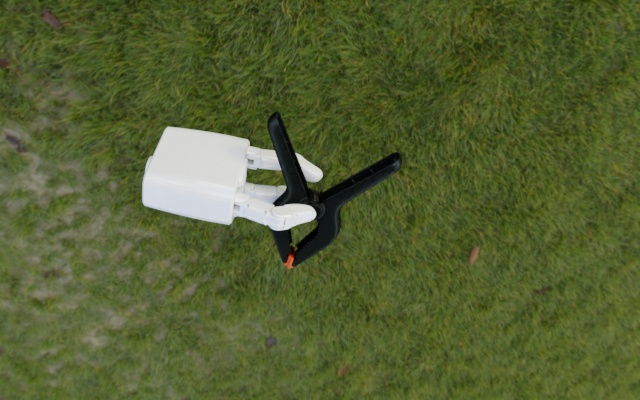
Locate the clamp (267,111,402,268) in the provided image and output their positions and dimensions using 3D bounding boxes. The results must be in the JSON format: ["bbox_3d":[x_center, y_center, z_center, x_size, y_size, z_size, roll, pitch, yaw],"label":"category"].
[{"bbox_3d":[0.000,0.003,0.602,0.164,0.210,0.036,12,31,-3],"label":"clamp"}]
